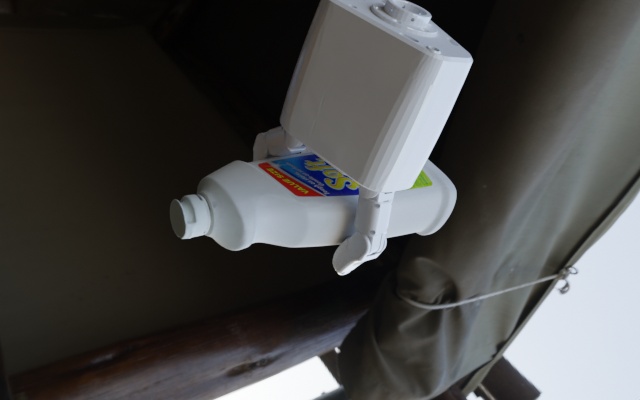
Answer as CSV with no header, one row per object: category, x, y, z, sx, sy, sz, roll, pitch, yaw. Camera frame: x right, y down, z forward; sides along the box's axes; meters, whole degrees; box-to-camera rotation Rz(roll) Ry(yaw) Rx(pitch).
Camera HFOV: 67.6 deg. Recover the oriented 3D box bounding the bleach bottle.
bleach bottle,0.000,0.001,0.413,0.251,0.068,0.102,-10,46,-37
